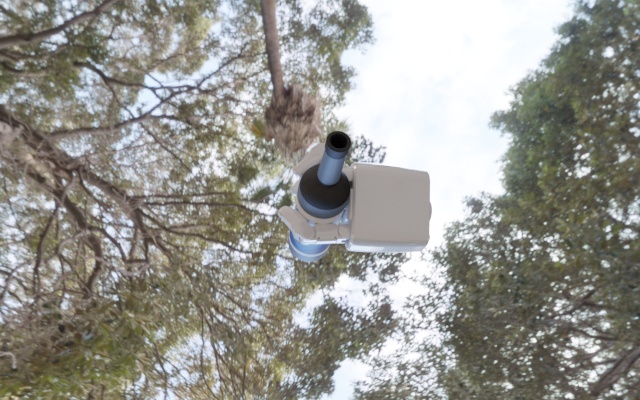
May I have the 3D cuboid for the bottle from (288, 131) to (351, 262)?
[{"bbox_3d":[0.000,0.002,0.641,0.069,0.069,0.296,0,-26,-9],"label":"bottle"}]
